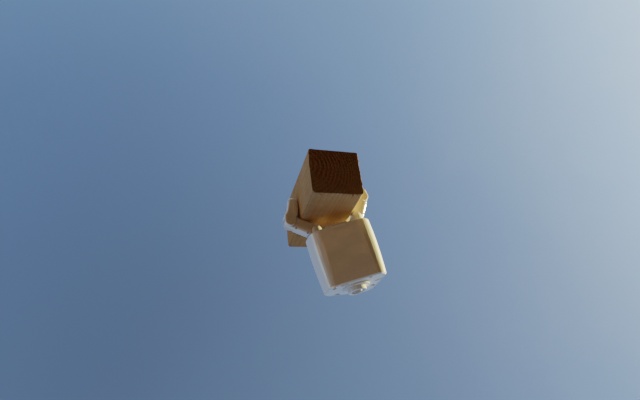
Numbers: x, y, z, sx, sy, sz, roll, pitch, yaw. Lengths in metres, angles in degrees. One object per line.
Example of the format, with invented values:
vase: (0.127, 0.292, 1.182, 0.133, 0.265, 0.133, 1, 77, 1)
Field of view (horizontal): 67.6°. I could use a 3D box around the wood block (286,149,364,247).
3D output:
wood block: (0.000, 0.003, 0.886, 0.091, 0.090, 0.206, 3, -31, -16)
